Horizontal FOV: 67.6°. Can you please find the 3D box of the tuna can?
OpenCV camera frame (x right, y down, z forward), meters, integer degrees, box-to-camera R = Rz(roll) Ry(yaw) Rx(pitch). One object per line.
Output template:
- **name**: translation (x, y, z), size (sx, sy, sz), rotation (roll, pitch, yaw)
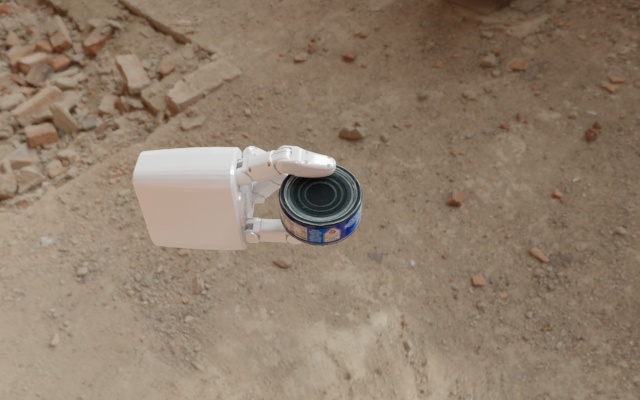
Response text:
- **tuna can**: translation (0.000, 0.001, 0.488), size (0.086, 0.086, 0.034), rotation (0, -39, 0)
